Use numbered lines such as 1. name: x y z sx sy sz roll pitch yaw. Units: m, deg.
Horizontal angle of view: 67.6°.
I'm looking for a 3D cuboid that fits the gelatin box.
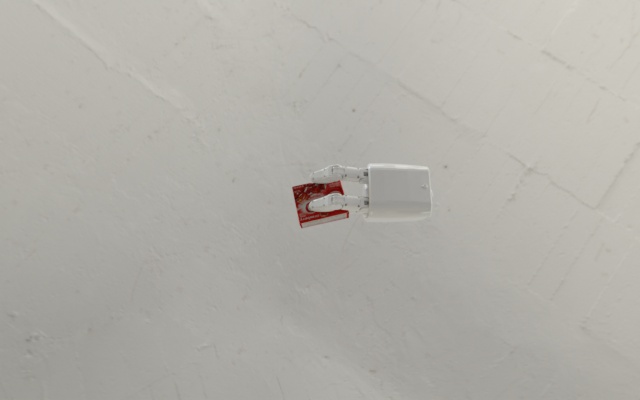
1. gelatin box: 0.000 0.003 0.842 0.089 0.073 0.030 -13 -24 -1
